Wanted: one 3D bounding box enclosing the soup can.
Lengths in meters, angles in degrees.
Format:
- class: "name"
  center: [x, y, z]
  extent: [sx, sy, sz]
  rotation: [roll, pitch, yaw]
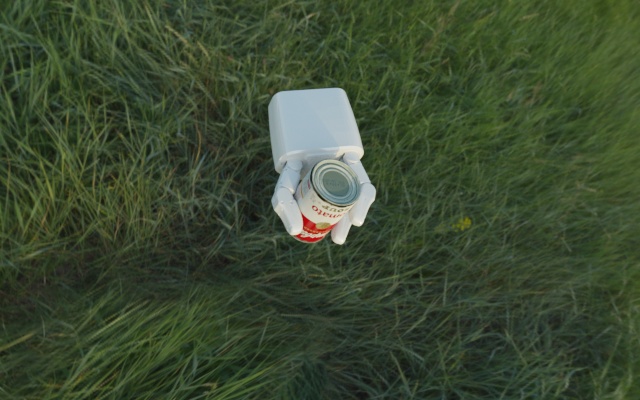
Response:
- class: "soup can"
  center: [0.000, 0.002, 0.601]
  extent: [0.068, 0.068, 0.102]
  rotation: [0, -29, -26]
